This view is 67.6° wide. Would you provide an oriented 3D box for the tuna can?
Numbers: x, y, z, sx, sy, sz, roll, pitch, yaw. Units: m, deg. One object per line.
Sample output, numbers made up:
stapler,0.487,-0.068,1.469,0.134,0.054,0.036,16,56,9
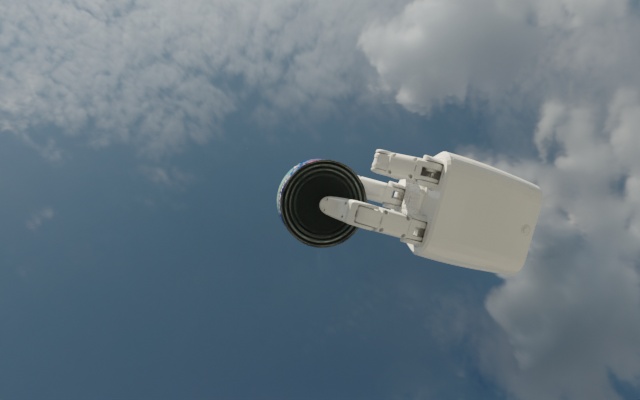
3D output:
tuna can,0.000,0.001,0.473,0.086,0.086,0.033,0,8,-14
